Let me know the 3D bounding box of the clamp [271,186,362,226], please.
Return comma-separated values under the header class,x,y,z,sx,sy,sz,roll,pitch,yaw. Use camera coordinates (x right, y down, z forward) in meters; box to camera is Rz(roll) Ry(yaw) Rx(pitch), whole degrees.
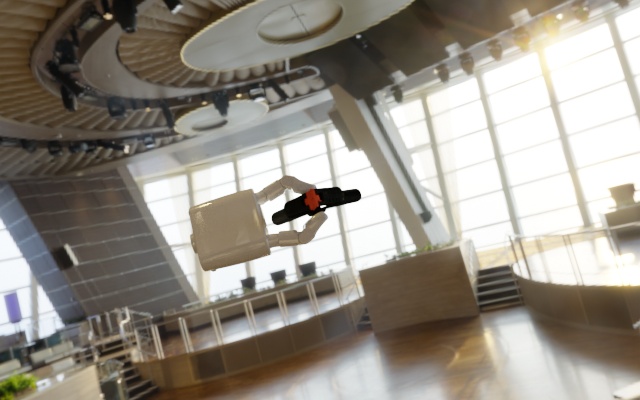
class,x,y,z,sx,sy,sz,roll,pitch,yaw
clamp,0.000,0.002,0.759,0.164,0.036,0.210,-17,-4,-7
